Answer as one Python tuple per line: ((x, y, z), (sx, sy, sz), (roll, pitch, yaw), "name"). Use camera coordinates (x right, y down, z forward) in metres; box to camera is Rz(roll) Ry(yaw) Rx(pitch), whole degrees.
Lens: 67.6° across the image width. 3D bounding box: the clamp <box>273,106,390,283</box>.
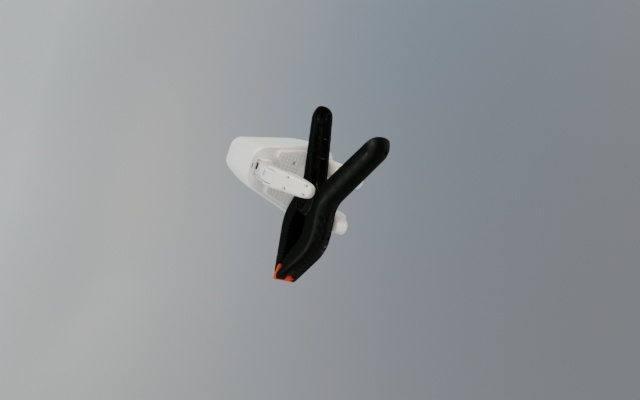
((-0.001, 0.002, 0.533), (0.036, 0.210, 0.164), (17, 7, -27), "clamp")
